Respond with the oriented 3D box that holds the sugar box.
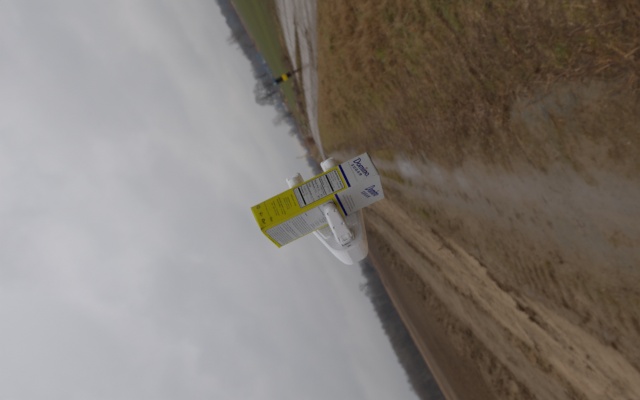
[{"bbox_3d":[0.000,0.002,0.673,0.176,0.048,0.093,-27,-23,1],"label":"sugar box"}]
